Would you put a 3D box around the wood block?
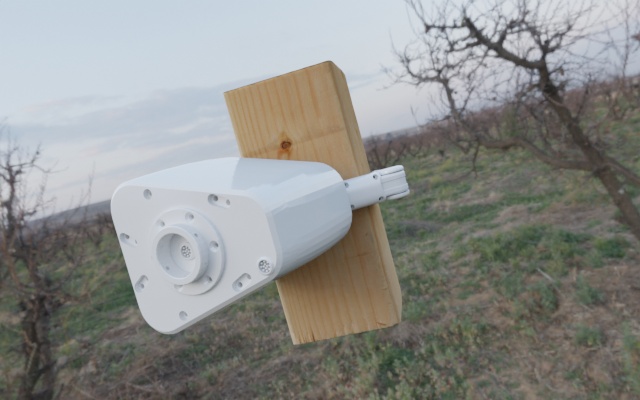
[{"bbox_3d":[0.000,0.001,0.406,0.091,0.206,0.090,-14,5,11],"label":"wood block"}]
